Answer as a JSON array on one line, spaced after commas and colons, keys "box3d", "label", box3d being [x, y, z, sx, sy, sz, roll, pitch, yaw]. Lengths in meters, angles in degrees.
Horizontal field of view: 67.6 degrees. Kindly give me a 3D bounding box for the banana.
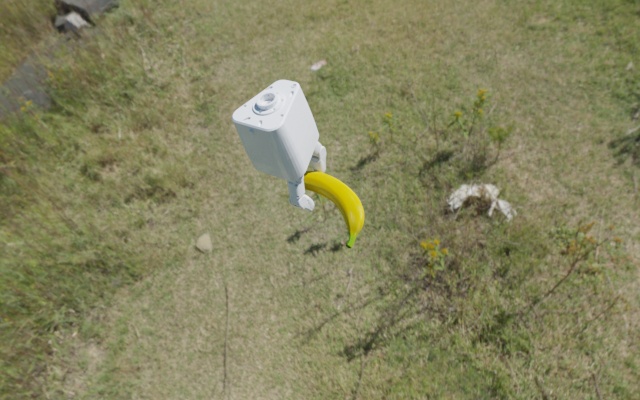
[{"box3d": [0.017, -0.006, 0.812, 0.069, 0.037, 0.197, -34, 50, -10], "label": "banana"}]
